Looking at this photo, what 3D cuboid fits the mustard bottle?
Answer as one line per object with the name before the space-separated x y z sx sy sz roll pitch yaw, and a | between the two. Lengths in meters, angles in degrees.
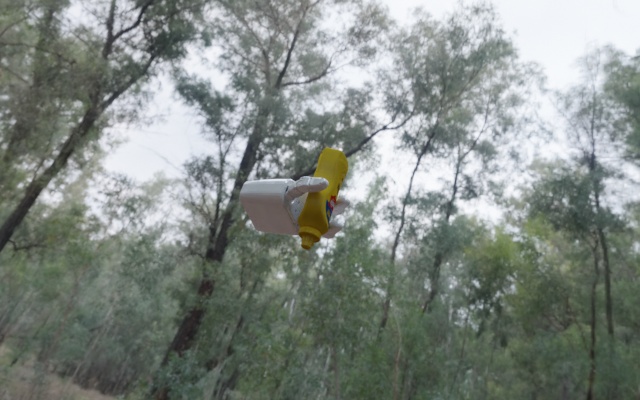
mustard bottle | 0.001 0.003 0.886 0.058 0.191 0.096 14 -28 9
